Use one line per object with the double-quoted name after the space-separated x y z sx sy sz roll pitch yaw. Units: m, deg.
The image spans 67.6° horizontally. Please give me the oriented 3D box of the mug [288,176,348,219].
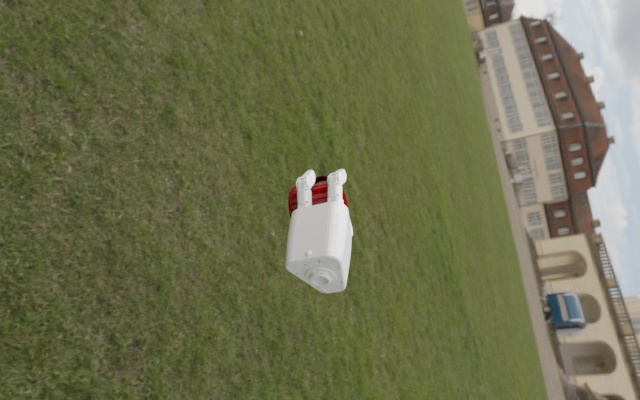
0.000 0.002 0.862 0.081 0.117 0.093 -11 -42 22 "mug"
